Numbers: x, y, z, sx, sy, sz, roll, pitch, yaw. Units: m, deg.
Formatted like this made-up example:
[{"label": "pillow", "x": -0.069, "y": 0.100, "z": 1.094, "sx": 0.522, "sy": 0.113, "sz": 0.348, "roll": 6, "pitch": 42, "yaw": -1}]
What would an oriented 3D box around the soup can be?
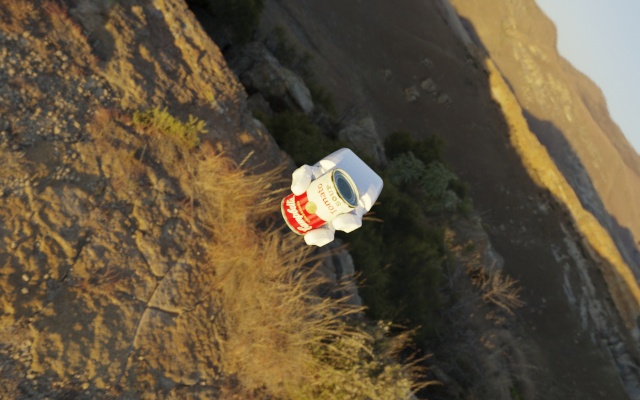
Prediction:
[{"label": "soup can", "x": 0.000, "y": 0.002, "z": 0.731, "sx": 0.102, "sy": 0.068, "sz": 0.068, "roll": -29, "pitch": -15, "yaw": 28}]
